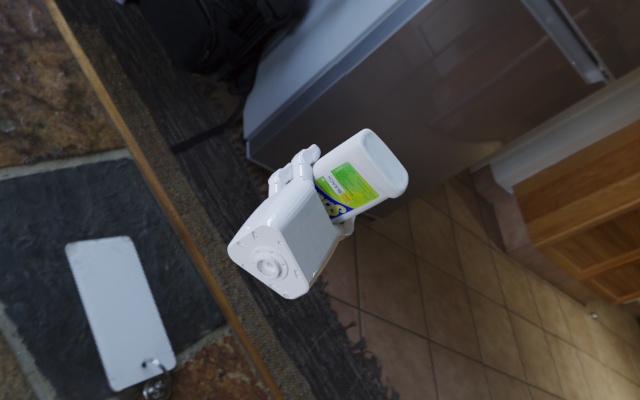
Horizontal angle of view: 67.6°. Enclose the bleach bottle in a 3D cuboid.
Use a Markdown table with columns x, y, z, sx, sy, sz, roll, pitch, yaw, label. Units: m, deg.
| x | y | z | sx | sy | sz | roll | pitch | yaw | label |
| --- | --- | --- | --- | --- | --- | --- | --- | --- | --- |
| 0.000 | 0.002 | 0.702 | 0.251 | 0.102 | 0.068 | -34 | 13 | 35 | bleach bottle |
